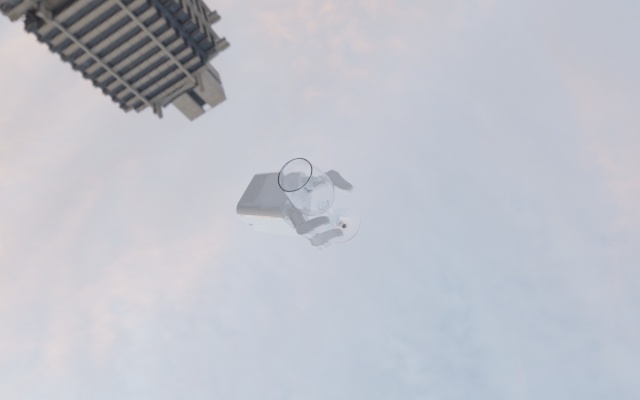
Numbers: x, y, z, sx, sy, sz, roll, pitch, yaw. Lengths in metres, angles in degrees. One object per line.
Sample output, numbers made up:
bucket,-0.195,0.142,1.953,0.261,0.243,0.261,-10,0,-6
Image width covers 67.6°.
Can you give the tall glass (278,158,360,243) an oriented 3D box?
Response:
tall glass,0.001,0.003,0.833,0.079,0.079,0.201,0,-26,27
